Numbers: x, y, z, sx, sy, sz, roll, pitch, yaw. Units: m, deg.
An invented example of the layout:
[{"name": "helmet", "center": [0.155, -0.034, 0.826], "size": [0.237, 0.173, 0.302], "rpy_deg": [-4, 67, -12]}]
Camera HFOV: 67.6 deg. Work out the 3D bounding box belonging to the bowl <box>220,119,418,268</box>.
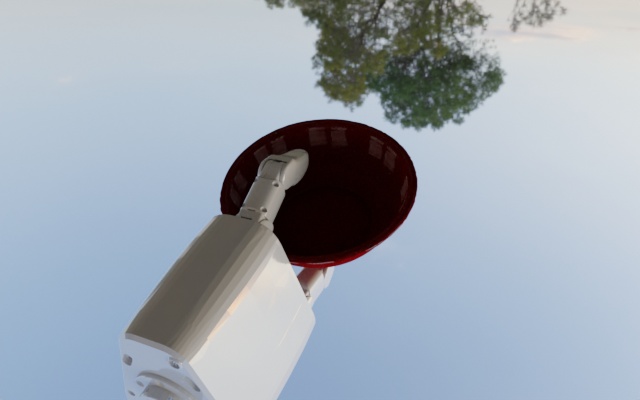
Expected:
[{"name": "bowl", "center": [0.001, 0.001, 0.410], "size": [0.162, 0.162, 0.055], "rpy_deg": [0, -41, 9]}]
